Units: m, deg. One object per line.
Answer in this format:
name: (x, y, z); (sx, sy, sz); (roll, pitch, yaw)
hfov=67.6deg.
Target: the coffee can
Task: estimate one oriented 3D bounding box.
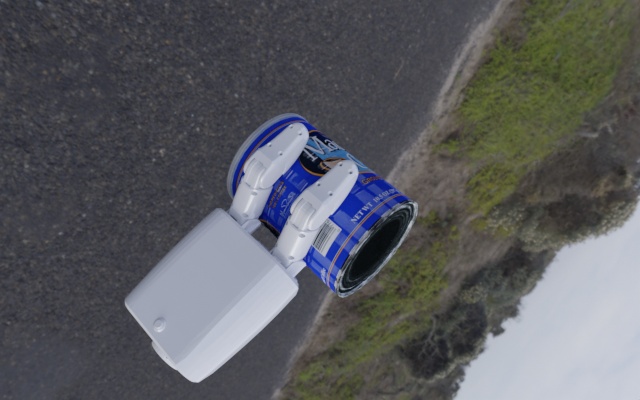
coffee can: (0.000, 0.001, 0.429); (0.140, 0.103, 0.103); (40, 18, 24)
